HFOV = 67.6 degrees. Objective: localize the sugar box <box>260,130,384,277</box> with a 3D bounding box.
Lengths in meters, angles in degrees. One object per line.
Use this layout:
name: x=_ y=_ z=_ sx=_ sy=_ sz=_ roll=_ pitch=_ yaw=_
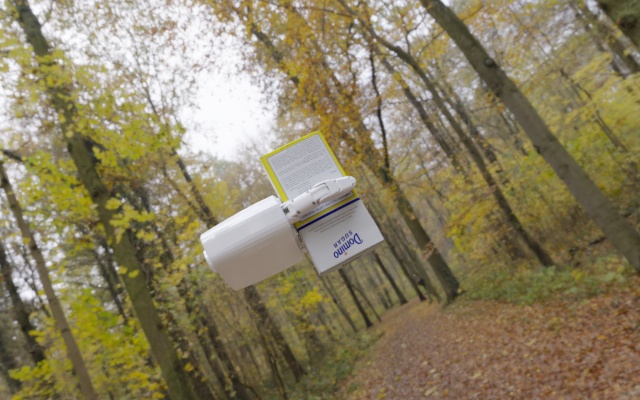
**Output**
sugar box: x=0.000 y=0.002 z=0.631 sx=0.093 sy=0.176 sz=0.048 roll=-26 pitch=-14 yaw=-7
